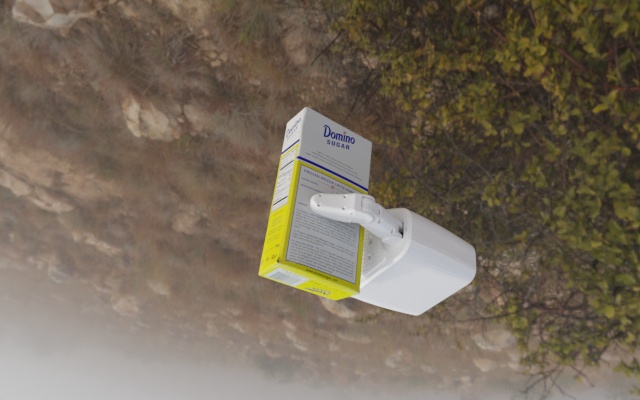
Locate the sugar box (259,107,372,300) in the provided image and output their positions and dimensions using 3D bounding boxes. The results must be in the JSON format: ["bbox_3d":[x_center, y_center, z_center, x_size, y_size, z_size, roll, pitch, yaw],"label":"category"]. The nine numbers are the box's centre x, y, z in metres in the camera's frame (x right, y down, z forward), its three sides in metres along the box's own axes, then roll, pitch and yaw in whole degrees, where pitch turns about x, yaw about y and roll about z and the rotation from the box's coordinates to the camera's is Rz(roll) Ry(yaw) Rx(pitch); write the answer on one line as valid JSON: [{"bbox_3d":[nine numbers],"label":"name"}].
[{"bbox_3d":[0.000,0.002,0.484,0.093,0.176,0.048,25,-35,-27],"label":"sugar box"}]
